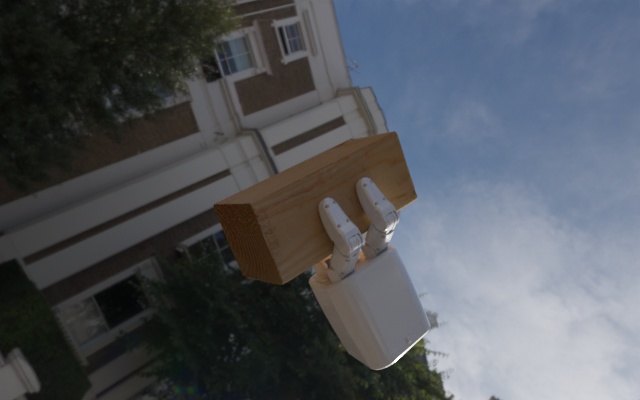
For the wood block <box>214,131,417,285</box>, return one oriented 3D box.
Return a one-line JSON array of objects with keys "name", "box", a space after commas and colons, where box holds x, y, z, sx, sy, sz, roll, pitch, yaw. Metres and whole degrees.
[{"name": "wood block", "box": [0.000, 0.002, 0.539, 0.206, 0.090, 0.091, -29, 14, -33]}]
